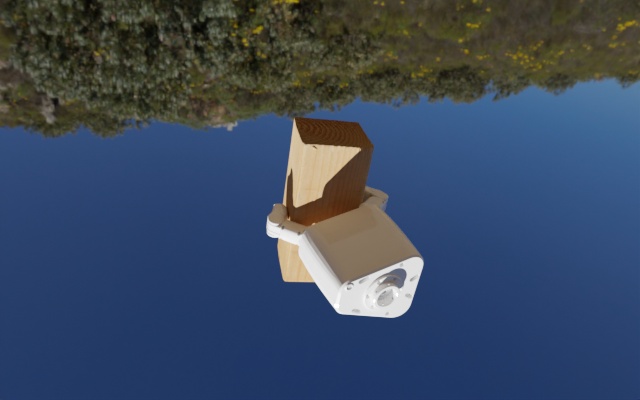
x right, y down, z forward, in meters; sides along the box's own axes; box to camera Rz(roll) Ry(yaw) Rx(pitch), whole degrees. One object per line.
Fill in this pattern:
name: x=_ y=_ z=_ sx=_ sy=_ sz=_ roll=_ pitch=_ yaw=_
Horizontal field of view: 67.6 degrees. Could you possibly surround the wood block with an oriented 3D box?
wood block: x=0.000 y=0.002 z=0.647 sx=0.091 sy=0.206 sz=0.090 roll=3 pitch=30 yaw=-13
